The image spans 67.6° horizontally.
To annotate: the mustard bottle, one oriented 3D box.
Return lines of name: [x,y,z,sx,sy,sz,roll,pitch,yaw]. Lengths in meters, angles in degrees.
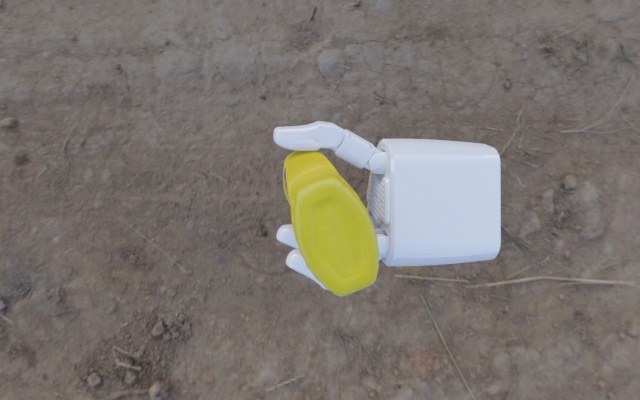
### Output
mustard bottle: [0.000,0.002,0.433,0.058,0.096,0.191,-24,19,0]
